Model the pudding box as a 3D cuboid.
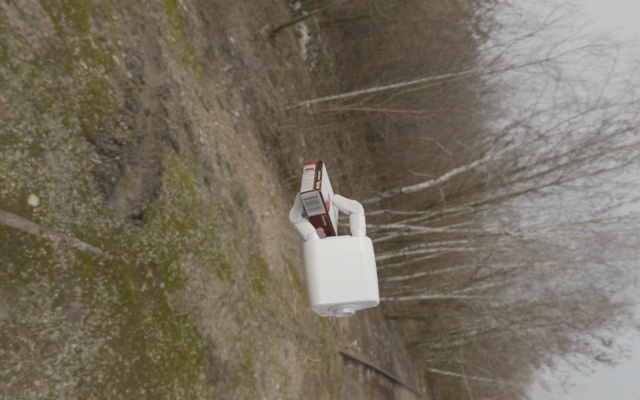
[{"bbox_3d":[0.000,0.003,0.817,0.039,0.114,0.090,-10,37,10],"label":"pudding box"}]
